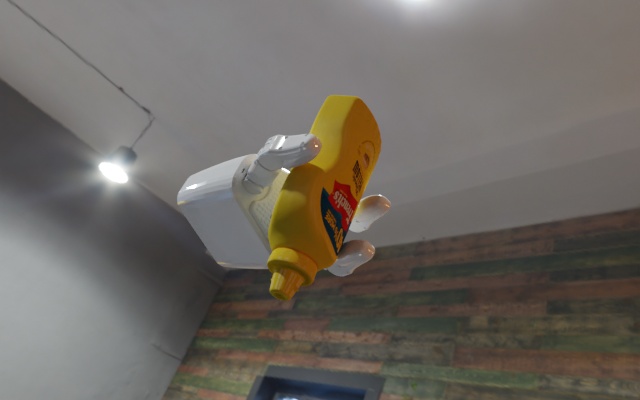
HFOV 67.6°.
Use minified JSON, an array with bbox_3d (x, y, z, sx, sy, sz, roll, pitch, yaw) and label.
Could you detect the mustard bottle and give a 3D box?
[{"bbox_3d":[0.000,0.001,0.428,0.058,0.191,0.096,10,-35,23],"label":"mustard bottle"}]
